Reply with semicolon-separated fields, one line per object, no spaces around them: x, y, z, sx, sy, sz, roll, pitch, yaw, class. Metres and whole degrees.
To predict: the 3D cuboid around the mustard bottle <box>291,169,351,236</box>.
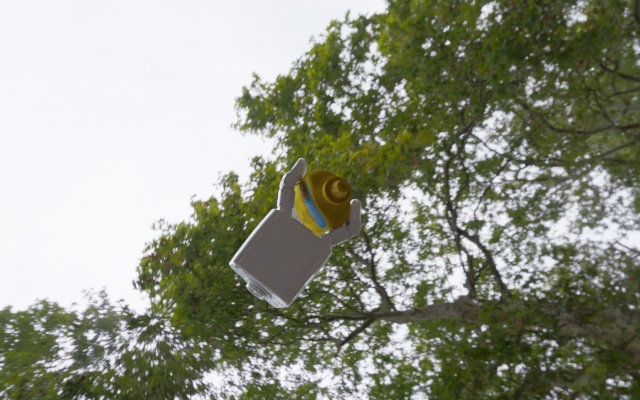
0.000;0.002;0.751;0.058;0.096;0.192;-23;-5;-23;mustard bottle
